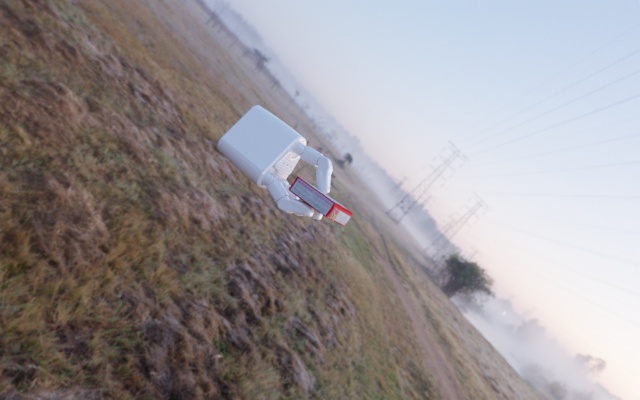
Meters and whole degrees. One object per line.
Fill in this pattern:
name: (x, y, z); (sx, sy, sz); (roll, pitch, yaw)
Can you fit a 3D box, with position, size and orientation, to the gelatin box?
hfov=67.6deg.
gelatin box: (0.001, 0.002, 0.780); (0.089, 0.030, 0.073); (35, 2, 30)
